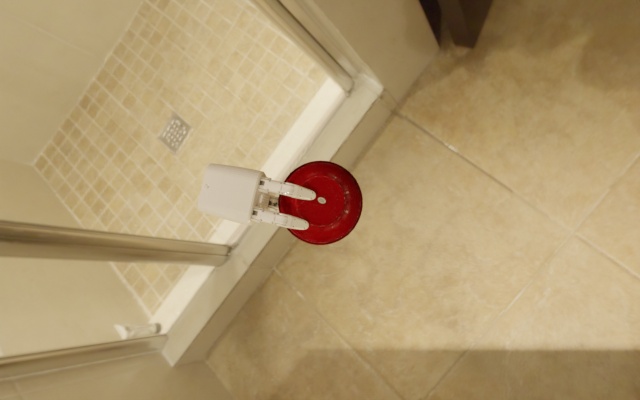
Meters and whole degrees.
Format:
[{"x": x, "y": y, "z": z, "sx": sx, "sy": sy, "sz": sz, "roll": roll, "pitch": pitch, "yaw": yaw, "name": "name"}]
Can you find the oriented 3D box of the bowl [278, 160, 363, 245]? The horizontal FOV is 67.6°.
[{"x": 0.001, "y": 0.003, "z": 0.883, "sx": 0.162, "sy": 0.162, "sz": 0.055, "roll": 0, "pitch": -3, "yaw": 0, "name": "bowl"}]
